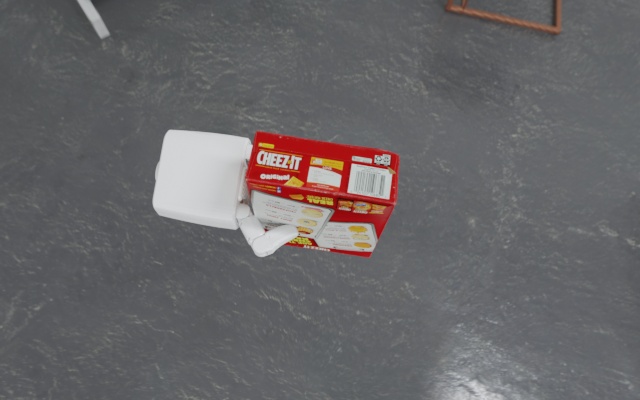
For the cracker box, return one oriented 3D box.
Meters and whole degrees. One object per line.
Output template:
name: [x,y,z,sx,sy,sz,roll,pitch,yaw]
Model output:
cracker box: [0.000,0.002,0.608,0.164,0.072,0.214,9,-22,1]
